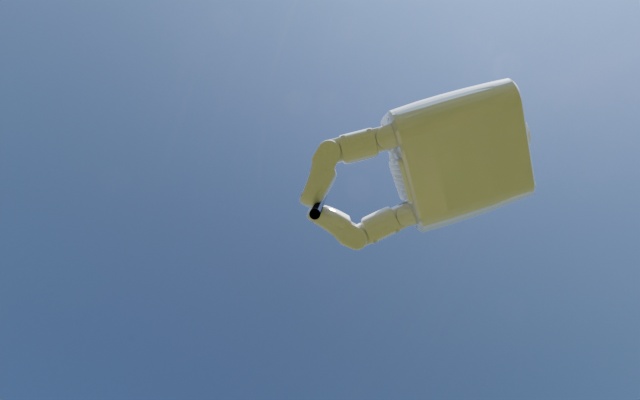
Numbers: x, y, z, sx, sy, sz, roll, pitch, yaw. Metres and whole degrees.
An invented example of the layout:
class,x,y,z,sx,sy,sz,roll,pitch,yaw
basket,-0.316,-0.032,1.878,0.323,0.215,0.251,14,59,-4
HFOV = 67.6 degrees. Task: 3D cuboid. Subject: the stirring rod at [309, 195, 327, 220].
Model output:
class,x,y,z,sx,sy,sz,roll,pitch,yaw
stirring rod,0.000,0.002,0.460,0.011,0.011,0.239,0,4,2
